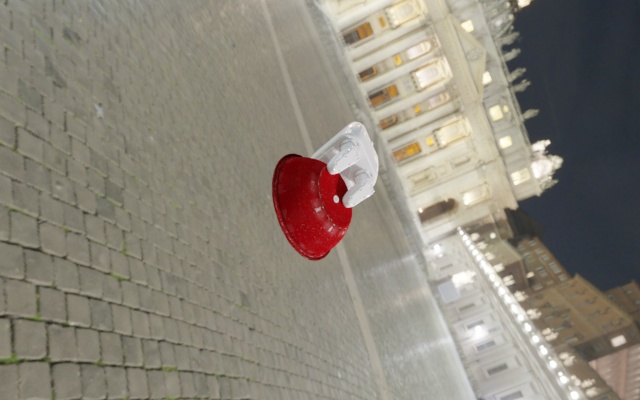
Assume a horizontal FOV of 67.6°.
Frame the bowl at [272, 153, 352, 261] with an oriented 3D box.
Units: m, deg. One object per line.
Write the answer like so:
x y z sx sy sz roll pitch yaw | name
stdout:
0.000 0.003 0.686 0.055 0.162 0.162 -16 -8 29 | bowl
